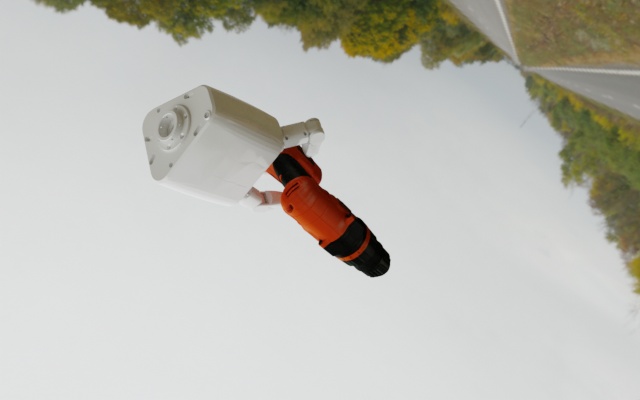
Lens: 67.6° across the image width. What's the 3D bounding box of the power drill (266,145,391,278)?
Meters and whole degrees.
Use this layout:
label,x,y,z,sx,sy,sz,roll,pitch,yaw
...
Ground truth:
label,x,y,z,sx,sy,sz,roll,pitch,yaw
power drill,0.000,0.002,0.590,0.184,0.057,0.187,44,4,-39
